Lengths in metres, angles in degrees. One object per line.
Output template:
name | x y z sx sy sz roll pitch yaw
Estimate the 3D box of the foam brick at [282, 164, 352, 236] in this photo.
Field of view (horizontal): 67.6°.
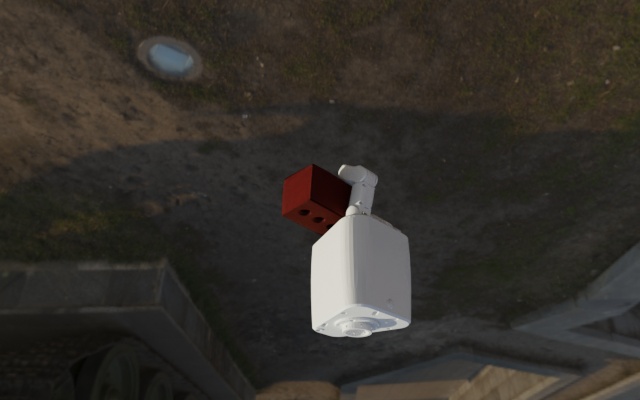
foam brick | 0.000 0.002 0.567 0.078 0.051 0.053 28 -38 -33
